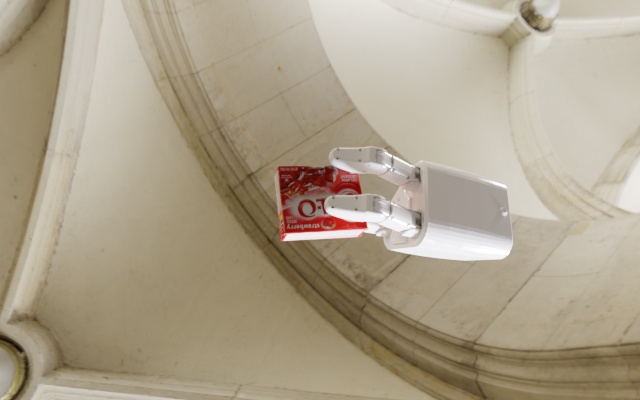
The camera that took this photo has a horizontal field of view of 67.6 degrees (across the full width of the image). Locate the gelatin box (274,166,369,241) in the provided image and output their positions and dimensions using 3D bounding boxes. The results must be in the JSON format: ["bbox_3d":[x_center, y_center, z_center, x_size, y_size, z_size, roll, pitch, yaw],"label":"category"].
[{"bbox_3d":[0.000,0.002,0.495,0.089,0.073,0.030,-2,-21,-16],"label":"gelatin box"}]
